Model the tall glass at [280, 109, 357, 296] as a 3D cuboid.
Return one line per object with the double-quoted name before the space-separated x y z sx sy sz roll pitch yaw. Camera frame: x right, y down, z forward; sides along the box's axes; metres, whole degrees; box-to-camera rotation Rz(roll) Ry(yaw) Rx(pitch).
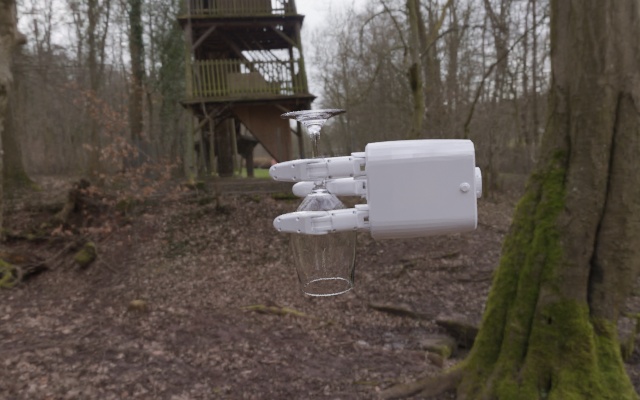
"tall glass" 0.000 0.001 0.541 0.079 0.201 0.079 -4 6 0
